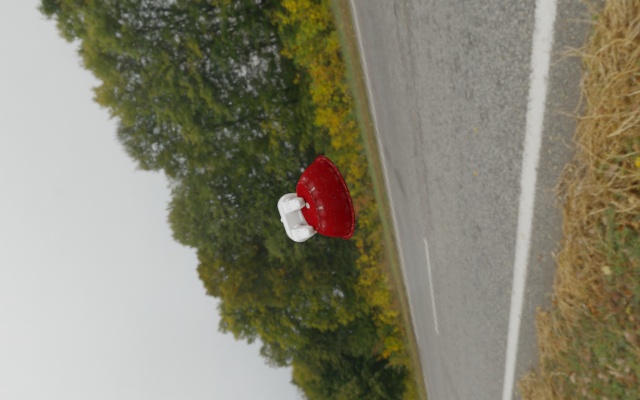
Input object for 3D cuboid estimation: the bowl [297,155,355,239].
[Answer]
[{"bbox_3d":[0.000,0.003,0.866,0.055,0.162,0.162,-19,7,-20],"label":"bowl"}]
